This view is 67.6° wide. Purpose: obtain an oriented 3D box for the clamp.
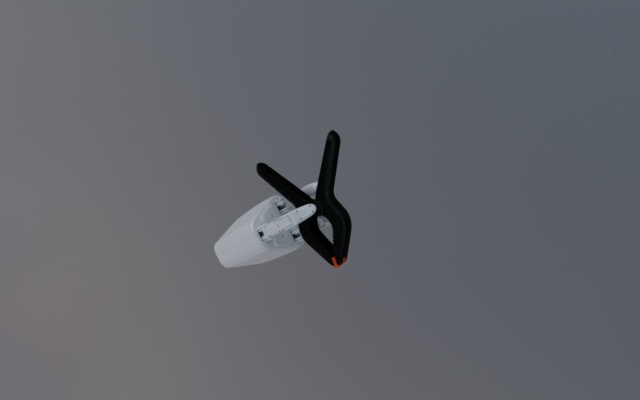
[{"bbox_3d":[0.000,0.003,0.751,0.164,0.210,0.036,-28,0,35],"label":"clamp"}]
